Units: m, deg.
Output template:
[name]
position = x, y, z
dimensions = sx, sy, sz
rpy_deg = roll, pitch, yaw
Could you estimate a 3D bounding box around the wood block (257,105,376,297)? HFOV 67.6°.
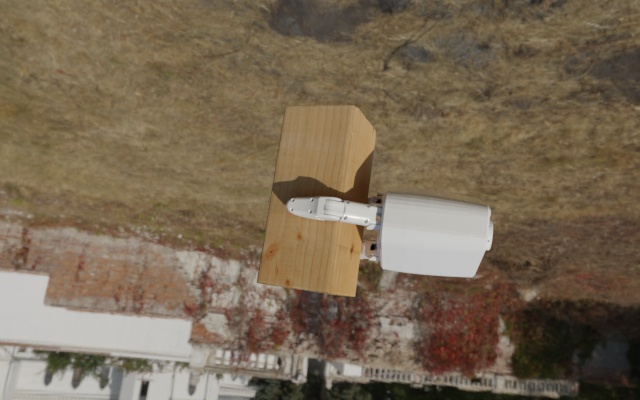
[wood block]
position = 0.000, 0.002, 0.560
dimensions = 0.090, 0.206, 0.091
rpy_deg = 4, -11, 23
